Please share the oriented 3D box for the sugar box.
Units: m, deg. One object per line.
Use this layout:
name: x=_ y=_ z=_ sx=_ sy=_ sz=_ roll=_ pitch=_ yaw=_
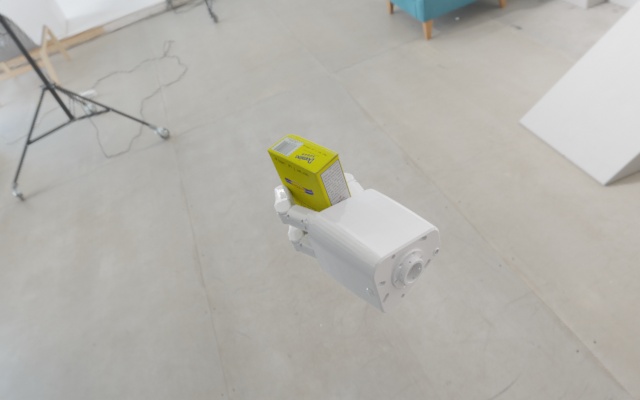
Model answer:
sugar box: x=0.000 y=0.002 z=0.624 sx=0.048 sy=0.176 sz=0.093 roll=-41 pitch=45 yaw=-23
